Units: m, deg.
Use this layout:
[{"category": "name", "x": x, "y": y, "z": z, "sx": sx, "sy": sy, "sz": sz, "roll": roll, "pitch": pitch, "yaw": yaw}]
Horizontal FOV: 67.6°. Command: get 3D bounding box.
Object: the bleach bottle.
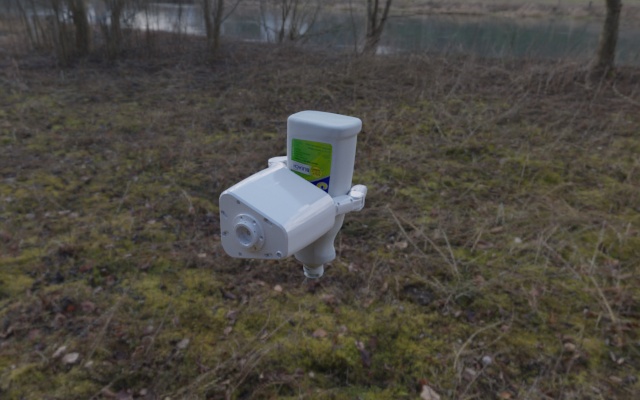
[{"category": "bleach bottle", "x": 0.000, "y": 0.002, "z": 0.697, "sx": 0.102, "sy": 0.251, "sz": 0.068, "roll": 15, "pitch": 27, "yaw": 27}]
